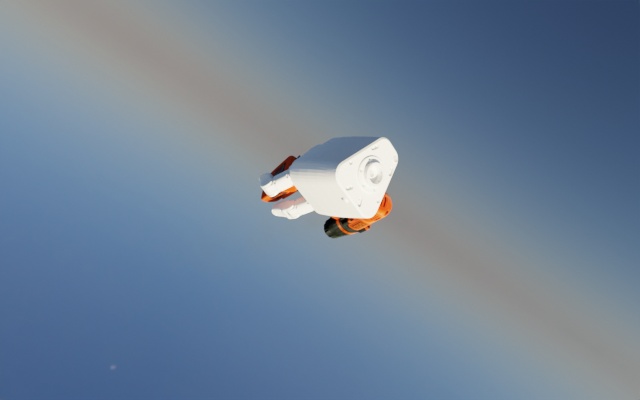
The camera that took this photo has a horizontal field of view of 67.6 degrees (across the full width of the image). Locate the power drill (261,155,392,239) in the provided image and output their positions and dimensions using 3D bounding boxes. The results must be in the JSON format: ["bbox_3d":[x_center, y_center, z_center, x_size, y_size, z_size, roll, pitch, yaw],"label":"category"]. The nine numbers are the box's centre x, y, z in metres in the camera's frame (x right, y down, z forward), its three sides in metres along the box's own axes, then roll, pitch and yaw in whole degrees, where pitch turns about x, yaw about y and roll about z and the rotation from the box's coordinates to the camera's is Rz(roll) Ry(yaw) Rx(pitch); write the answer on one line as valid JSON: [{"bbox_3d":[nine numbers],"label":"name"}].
[{"bbox_3d":[0.000,0.002,0.804,0.188,0.057,0.184,22,-29,-20],"label":"power drill"}]
